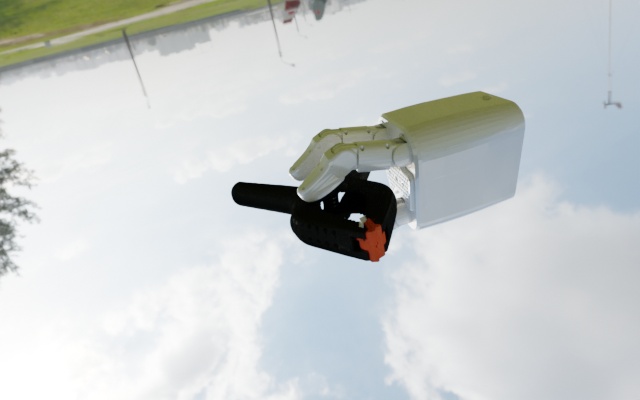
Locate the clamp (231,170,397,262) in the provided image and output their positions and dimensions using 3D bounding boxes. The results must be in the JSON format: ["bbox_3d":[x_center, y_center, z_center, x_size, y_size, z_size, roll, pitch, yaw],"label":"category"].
[{"bbox_3d":[0.001,0.002,0.444,0.164,0.036,0.210,-16,24,-6],"label":"clamp"}]
